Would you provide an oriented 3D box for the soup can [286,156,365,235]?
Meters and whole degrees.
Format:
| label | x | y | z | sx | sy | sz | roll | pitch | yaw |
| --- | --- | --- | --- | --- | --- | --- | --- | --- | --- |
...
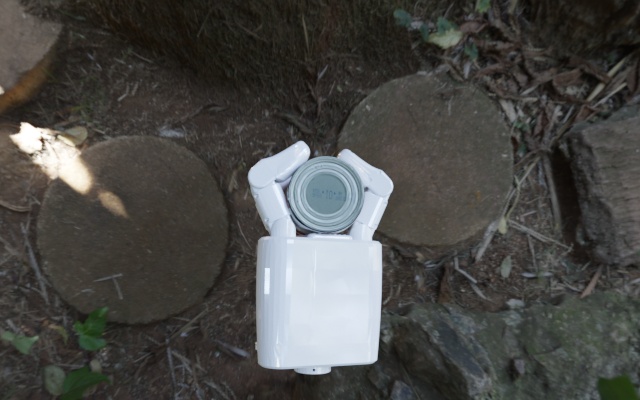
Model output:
| label | x | y | z | sx | sy | sz | roll | pitch | yaw |
| --- | --- | --- | --- | --- | --- | --- | --- | --- | --- |
| soup can | 0.000 | 0.001 | 0.450 | 0.068 | 0.068 | 0.102 | 0 | -8 | -6 |
